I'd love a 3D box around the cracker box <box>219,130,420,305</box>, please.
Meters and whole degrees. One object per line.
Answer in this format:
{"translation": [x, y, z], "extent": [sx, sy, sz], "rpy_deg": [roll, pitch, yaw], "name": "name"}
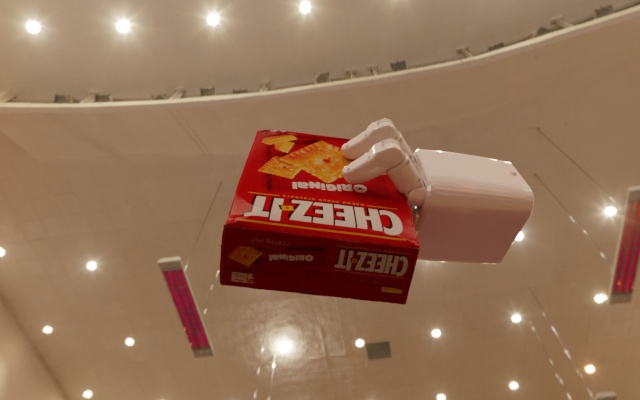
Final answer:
{"translation": [0.000, 0.002, 0.486], "extent": [0.164, 0.072, 0.213], "rpy_deg": [6, 29, -3], "name": "cracker box"}
